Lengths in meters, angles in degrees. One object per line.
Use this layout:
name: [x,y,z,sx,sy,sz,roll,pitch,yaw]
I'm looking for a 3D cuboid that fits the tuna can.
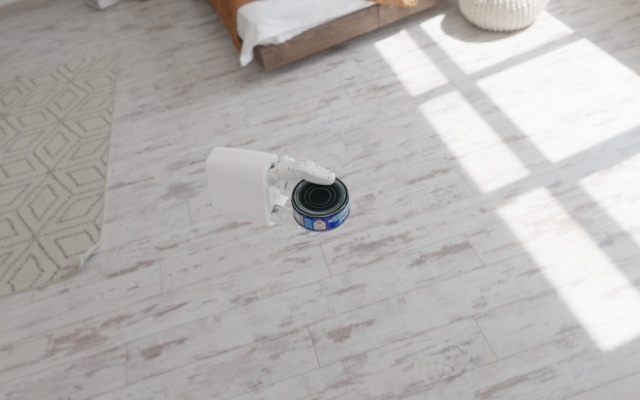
tuna can: [0.000,0.002,0.693,0.086,0.086,0.034,0,-41,5]
